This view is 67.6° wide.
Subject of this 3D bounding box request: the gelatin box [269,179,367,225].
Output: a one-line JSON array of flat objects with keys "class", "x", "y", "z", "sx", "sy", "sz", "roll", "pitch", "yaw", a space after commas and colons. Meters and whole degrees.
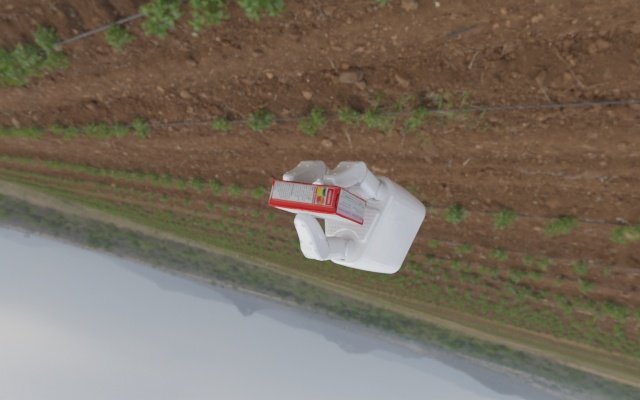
[{"class": "gelatin box", "x": 0.000, "y": 0.002, "z": 0.496, "sx": 0.073, "sy": 0.030, "sz": 0.089, "roll": 8, "pitch": -6, "yaw": 24}]
